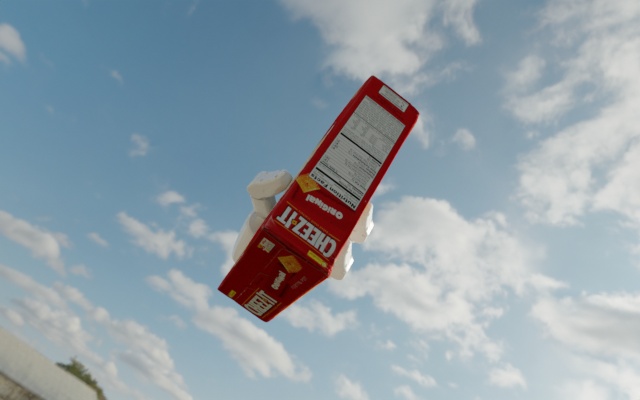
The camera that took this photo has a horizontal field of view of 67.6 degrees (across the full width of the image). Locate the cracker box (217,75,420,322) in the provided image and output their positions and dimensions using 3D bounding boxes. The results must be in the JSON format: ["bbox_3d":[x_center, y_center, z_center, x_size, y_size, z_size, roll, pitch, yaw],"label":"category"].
[{"bbox_3d":[0.000,0.001,0.477,0.072,0.213,0.164,35,-35,-3],"label":"cracker box"}]
